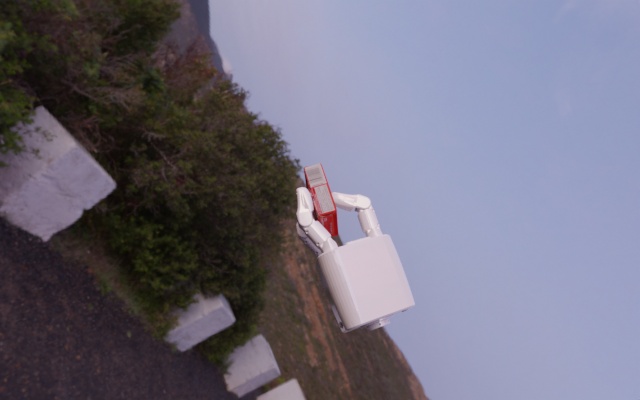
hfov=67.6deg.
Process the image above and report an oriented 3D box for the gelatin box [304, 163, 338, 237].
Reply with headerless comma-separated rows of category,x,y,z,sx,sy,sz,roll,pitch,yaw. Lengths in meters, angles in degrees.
gelatin box,0.000,0.002,0.705,0.030,0.089,0.073,-14,-30,-6
